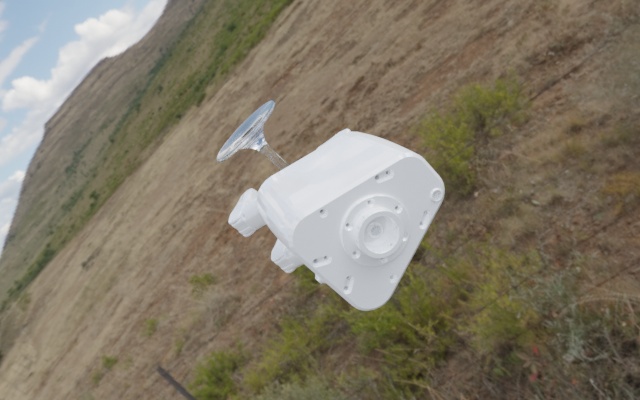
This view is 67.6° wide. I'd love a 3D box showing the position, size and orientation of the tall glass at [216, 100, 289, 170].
[{"bbox_3d":[0.000,0.001,0.460,0.201,0.079,0.079,44,-19,-21],"label":"tall glass"}]
